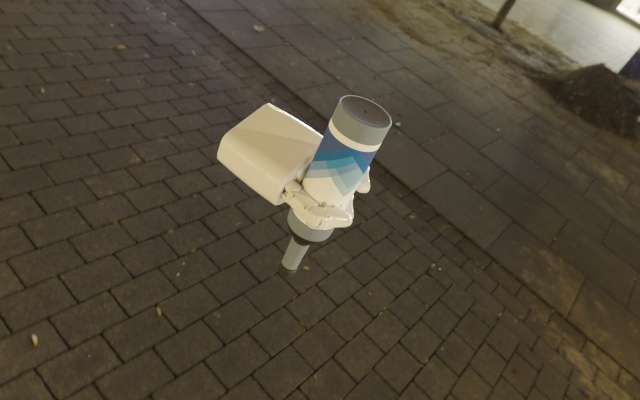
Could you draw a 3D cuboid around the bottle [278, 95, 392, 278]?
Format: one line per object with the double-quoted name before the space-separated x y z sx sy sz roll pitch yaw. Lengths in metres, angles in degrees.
"bottle" 0.000 0.002 0.640 0.069 0.296 0.069 16 38 -13
